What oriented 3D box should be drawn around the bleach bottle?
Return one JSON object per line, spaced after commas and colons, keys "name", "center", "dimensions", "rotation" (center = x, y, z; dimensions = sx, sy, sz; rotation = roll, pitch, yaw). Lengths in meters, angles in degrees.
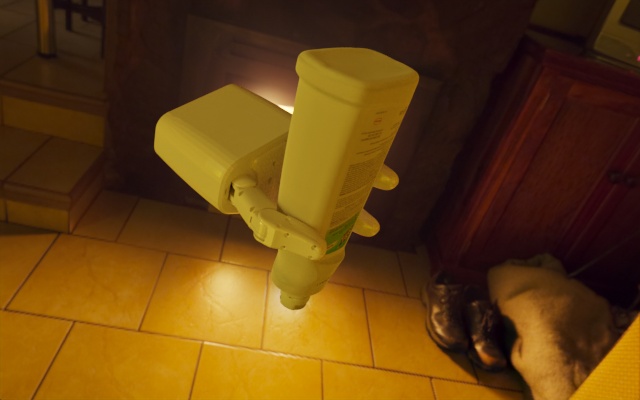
{"name": "bleach bottle", "center": [0.000, 0.001, 0.413], "dimensions": [0.068, 0.251, 0.102], "rotation": [35, 35, 26]}
